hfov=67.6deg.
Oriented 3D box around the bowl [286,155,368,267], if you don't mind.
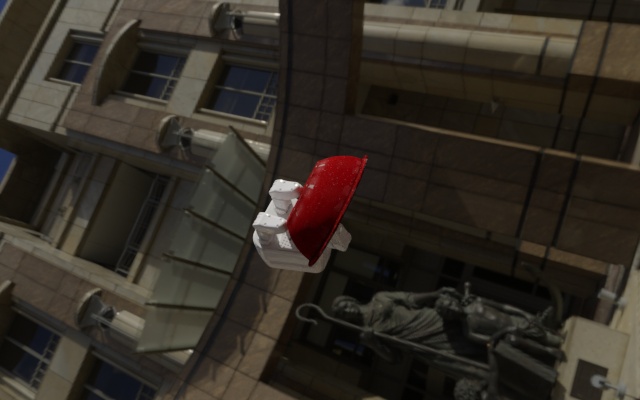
[{"bbox_3d":[0.000,0.001,0.617,0.055,0.162,0.162,28,-2,-3],"label":"bowl"}]
